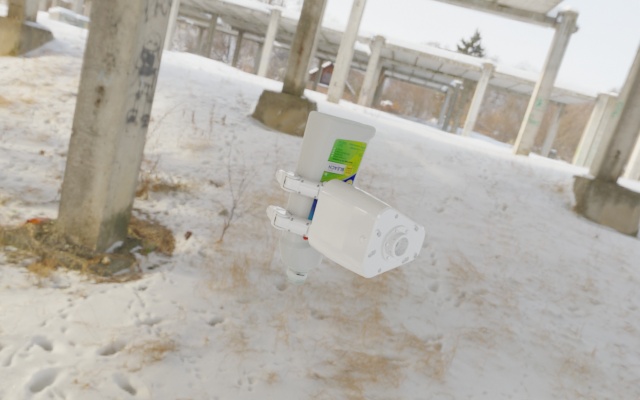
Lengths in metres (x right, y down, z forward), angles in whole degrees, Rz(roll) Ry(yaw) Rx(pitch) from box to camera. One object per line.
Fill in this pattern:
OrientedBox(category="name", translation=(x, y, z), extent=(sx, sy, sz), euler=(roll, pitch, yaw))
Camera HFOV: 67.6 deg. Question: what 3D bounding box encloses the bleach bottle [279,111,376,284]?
OrientedBox(category="bleach bottle", translation=(0.000, 0.002, 0.701), extent=(0.102, 0.251, 0.068), euler=(4, 15, -43))
